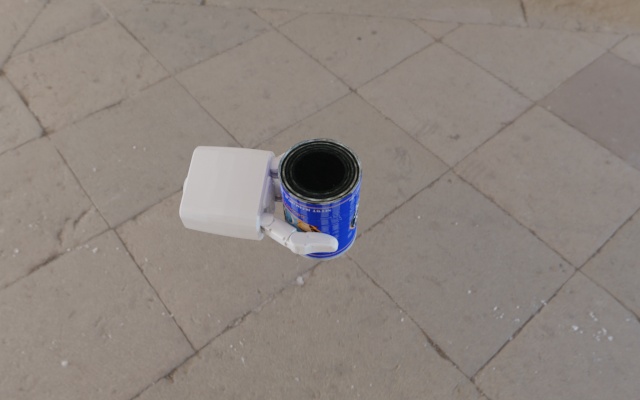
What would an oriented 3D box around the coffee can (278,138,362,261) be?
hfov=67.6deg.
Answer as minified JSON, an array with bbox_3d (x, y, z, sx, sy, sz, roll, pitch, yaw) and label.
[{"bbox_3d":[0.000,0.002,0.635,0.103,0.102,0.140,0,-35,1],"label":"coffee can"}]
